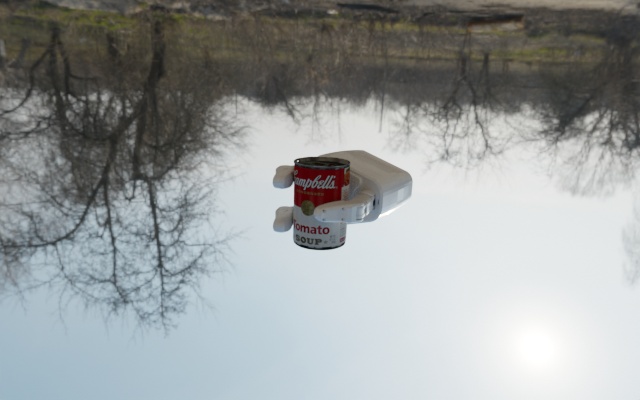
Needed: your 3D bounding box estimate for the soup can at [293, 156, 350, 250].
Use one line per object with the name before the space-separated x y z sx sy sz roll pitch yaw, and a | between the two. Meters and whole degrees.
soup can | 0.000 0.002 0.582 0.068 0.102 0.068 2 15 -1
